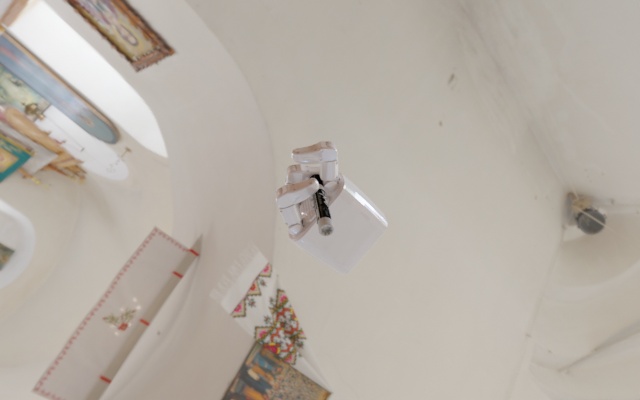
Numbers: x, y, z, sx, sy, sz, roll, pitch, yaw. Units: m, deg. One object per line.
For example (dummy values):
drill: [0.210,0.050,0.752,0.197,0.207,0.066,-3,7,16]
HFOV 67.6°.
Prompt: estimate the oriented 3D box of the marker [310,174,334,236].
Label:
marker: [0.000,0.002,0.620,0.020,0.020,0.121,0,34,-8]
